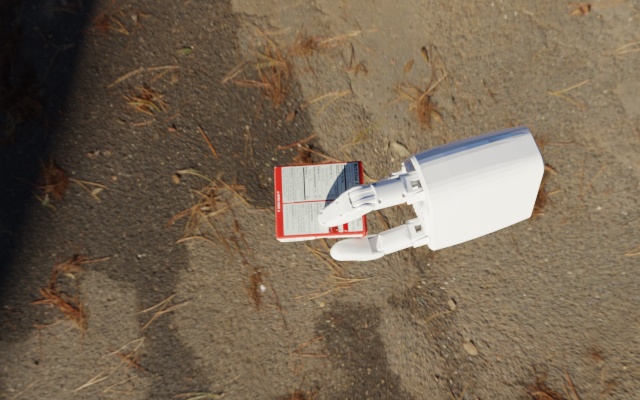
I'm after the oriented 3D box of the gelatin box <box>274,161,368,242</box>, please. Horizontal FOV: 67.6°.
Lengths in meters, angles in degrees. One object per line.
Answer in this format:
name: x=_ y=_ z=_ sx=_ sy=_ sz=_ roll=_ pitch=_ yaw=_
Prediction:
gelatin box: x=0.000 y=0.001 z=0.474 sx=0.089 sy=0.073 sz=0.030 roll=-4 pitch=-11 yaw=3
